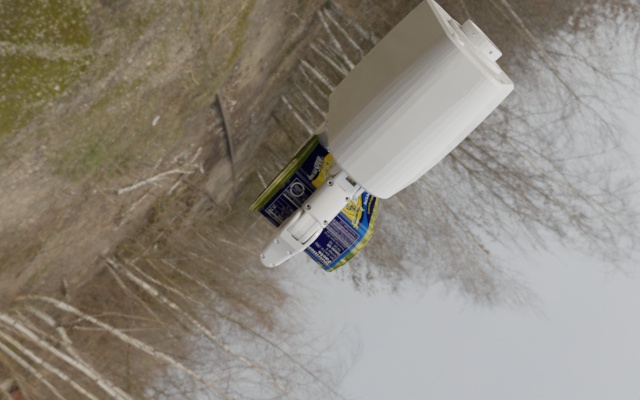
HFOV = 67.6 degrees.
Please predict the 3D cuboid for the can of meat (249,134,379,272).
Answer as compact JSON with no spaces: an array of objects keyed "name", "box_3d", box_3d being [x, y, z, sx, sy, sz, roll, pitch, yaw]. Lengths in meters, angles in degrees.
[{"name":"can of meat","box_3d":[0.000,0.002,0.400,0.057,0.084,0.102,-45,7,25]}]
